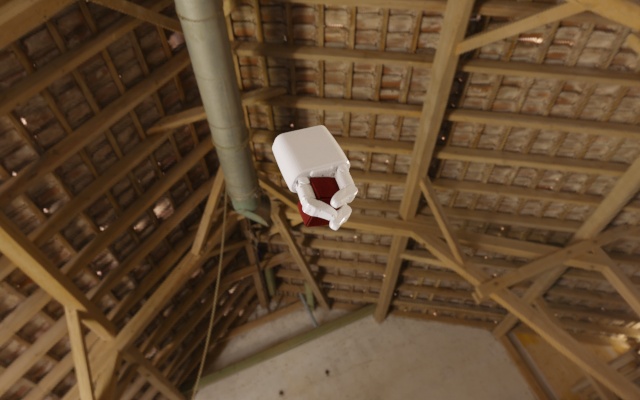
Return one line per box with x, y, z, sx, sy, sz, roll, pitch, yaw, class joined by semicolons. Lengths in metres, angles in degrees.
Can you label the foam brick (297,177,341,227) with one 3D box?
0.000;0.003;0.859;0.053;0.051;0.078;-3;-41;-31;foam brick
